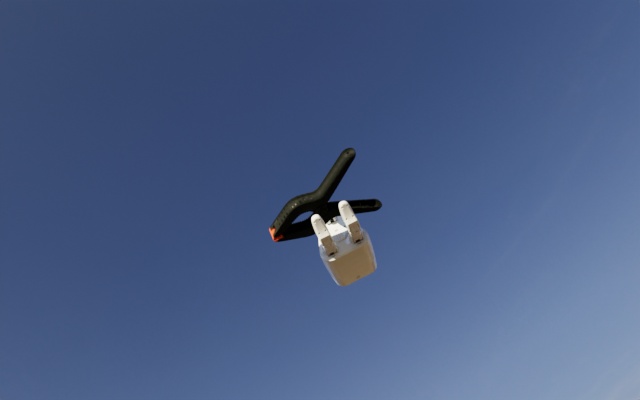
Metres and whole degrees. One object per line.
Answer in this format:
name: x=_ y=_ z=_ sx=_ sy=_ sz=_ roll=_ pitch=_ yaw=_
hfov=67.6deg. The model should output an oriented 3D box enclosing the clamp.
clamp: x=-0.001 y=0.003 z=0.847 sx=0.210 sy=0.165 sz=0.036 roll=-26 pitch=45 yaw=-2
